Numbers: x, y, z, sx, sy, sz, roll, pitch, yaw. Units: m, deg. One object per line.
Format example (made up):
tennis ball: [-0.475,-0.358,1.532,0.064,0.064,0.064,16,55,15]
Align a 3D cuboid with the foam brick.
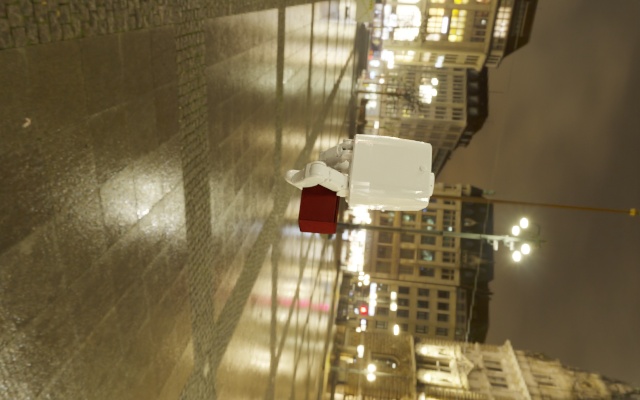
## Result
foam brick: [0.000,0.002,0.662,0.051,0.078,0.053,6,-21,4]
